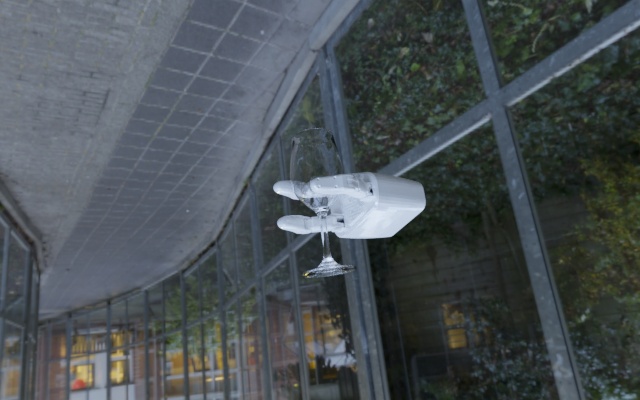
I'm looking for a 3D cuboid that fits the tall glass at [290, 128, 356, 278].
[{"bbox_3d":[0.000,0.003,0.671,0.079,0.201,0.079,-7,-16,-2],"label":"tall glass"}]
